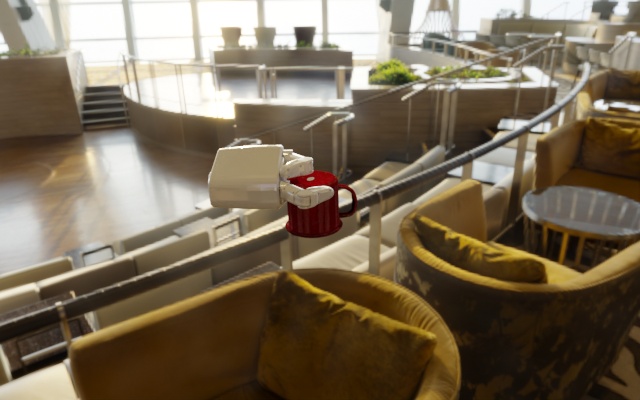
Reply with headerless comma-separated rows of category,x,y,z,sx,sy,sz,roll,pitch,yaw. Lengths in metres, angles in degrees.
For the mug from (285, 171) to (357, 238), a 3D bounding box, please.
mug,0.002,0.002,0.756,0.117,0.081,0.093,-2,23,1
